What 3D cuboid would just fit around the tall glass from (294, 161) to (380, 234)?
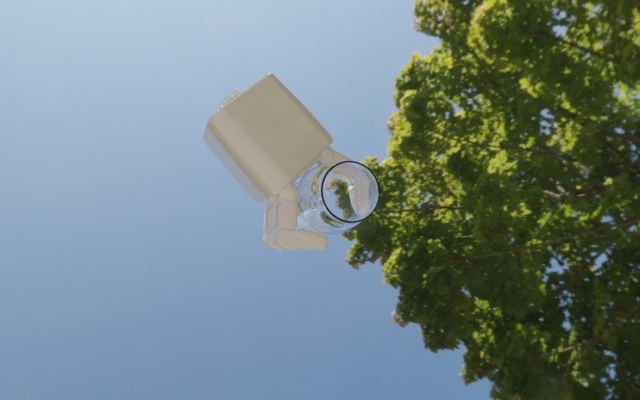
[{"bbox_3d":[0.000,0.002,0.559,0.079,0.079,0.201,0,-6,-18],"label":"tall glass"}]
